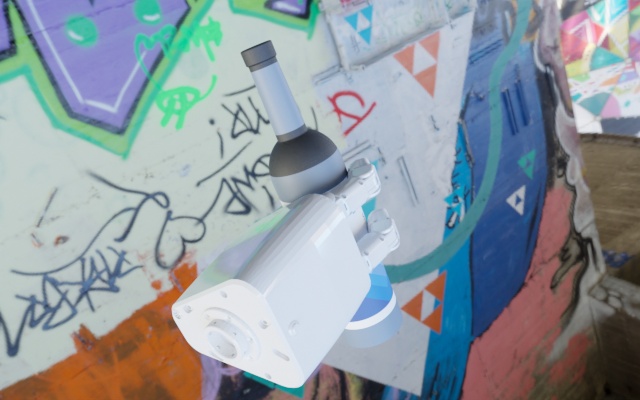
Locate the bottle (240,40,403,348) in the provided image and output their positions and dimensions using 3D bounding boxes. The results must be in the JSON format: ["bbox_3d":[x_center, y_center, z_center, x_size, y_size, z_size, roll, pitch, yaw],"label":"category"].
[{"bbox_3d":[0.000,0.002,0.440,0.069,0.296,0.069,-20,21,8],"label":"bottle"}]
